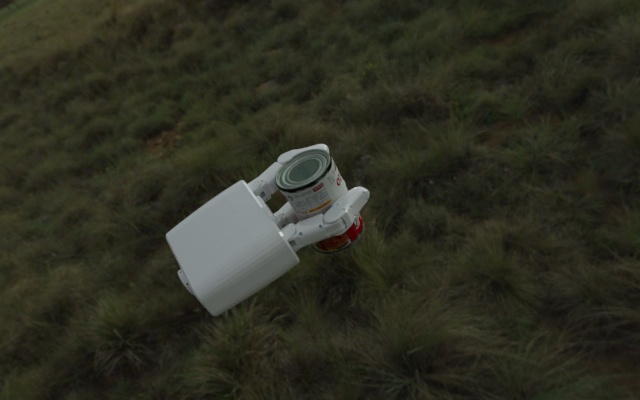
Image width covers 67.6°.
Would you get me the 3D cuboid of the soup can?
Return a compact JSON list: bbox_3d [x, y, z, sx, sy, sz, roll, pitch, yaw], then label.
[{"bbox_3d":[0.000,0.001,0.533,0.068,0.102,0.068,-18,37,14],"label":"soup can"}]
